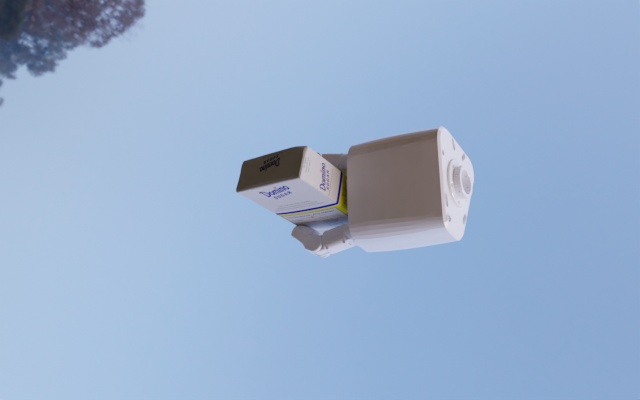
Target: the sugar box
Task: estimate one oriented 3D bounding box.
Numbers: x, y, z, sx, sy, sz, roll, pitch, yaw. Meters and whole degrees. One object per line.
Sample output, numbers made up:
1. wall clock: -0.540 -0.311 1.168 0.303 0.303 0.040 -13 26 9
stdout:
1. sugar box: 0.000 0.001 0.546 0.093 0.048 0.176 -10 -32 36
